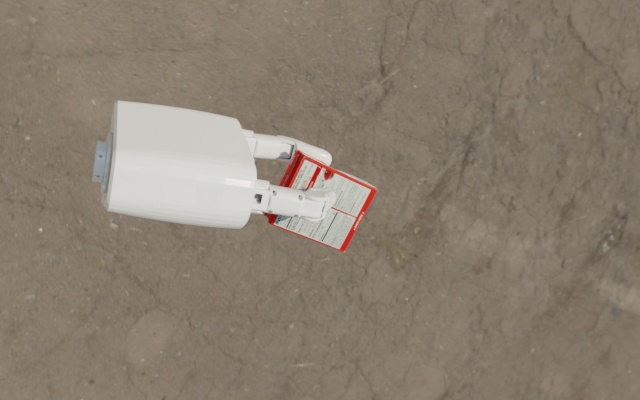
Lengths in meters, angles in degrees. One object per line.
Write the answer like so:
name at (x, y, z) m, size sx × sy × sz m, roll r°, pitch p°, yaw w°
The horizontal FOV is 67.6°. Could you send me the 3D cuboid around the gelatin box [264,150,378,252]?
gelatin box at (0.001, 0.002, 0.469) m, size 0.089 × 0.073 × 0.030 m, roll 23°, pitch 10°, yaw -24°
